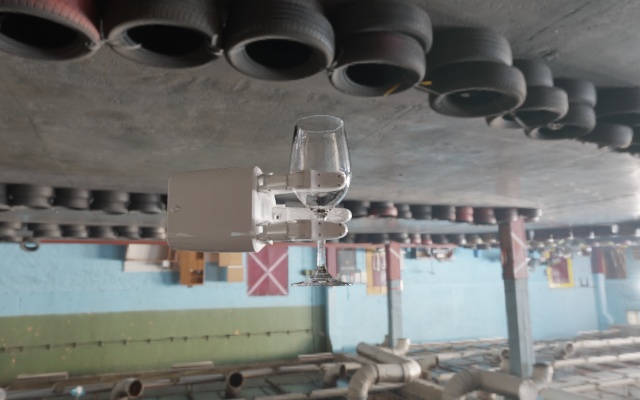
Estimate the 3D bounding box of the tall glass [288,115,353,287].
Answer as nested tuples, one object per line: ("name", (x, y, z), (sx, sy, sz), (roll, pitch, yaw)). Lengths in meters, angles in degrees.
("tall glass", (0.000, 0.003, 0.579), (0.079, 0.201, 0.079), (0, -9, 0))
